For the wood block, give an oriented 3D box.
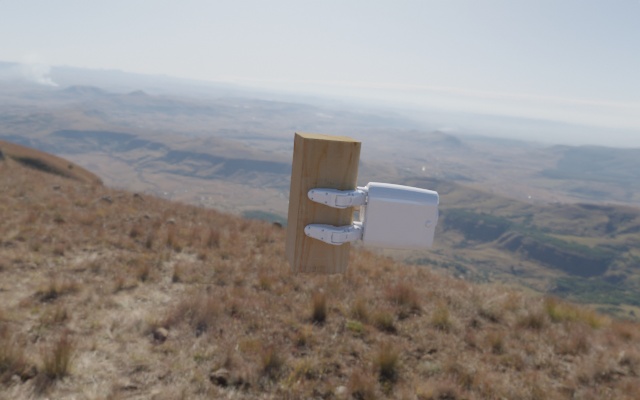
[{"bbox_3d":[0.000,0.002,0.755,0.090,0.206,0.090,3,13,-12],"label":"wood block"}]
